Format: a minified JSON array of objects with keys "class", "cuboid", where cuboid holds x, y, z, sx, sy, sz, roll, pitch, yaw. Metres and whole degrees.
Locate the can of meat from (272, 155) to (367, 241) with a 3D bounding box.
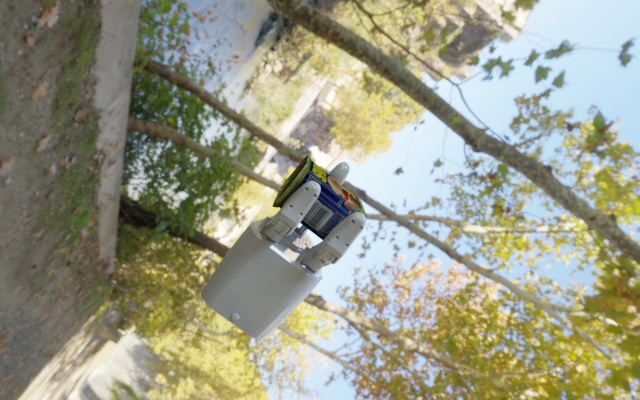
[{"class":"can of meat","cuboid":[0.000,0.002,0.524,0.084,0.057,0.102,38,10,-8]}]
